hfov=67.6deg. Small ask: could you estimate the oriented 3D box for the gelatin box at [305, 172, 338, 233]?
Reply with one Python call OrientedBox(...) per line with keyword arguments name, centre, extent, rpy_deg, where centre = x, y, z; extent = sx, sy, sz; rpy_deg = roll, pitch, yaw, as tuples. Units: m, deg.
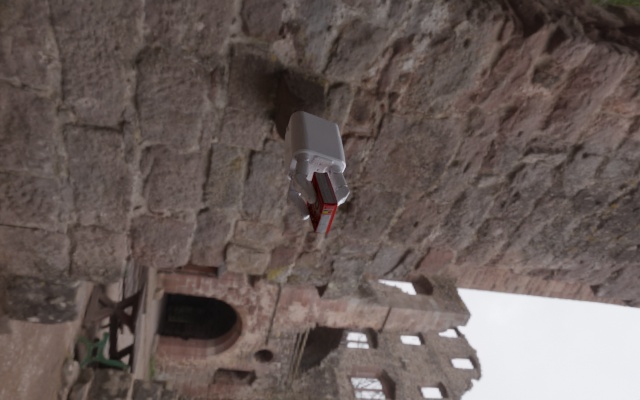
OrientedBox(name="gelatin box", centre=(0.001, 0.003, 0.865), extent=(0.030, 0.073, 0.089), rpy_deg=(1, 43, -19))
